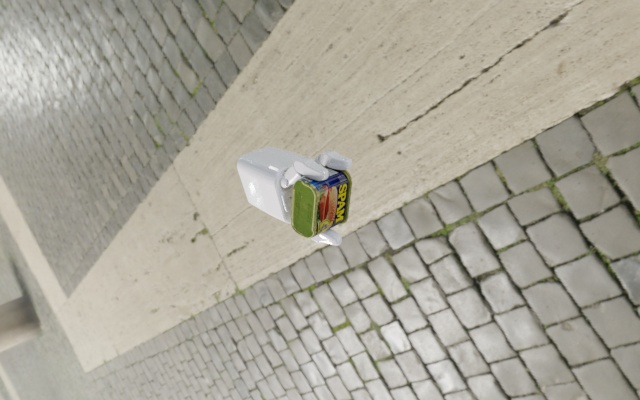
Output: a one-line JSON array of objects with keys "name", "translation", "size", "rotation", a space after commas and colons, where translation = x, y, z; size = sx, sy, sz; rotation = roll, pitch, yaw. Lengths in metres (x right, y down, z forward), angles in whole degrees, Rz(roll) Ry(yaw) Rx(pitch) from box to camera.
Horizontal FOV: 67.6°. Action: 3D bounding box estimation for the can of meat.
[{"name": "can of meat", "translation": [0.000, 0.003, 0.772], "size": [0.057, 0.102, 0.084], "rotation": [27, 35, 35]}]
